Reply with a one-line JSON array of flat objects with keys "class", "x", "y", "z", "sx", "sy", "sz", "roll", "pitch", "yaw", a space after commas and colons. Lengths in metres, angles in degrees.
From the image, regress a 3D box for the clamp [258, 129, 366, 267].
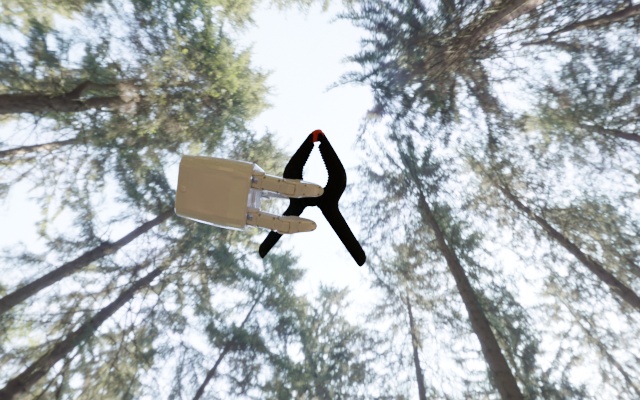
[{"class": "clamp", "x": 0.000, "y": 0.002, "z": 0.708, "sx": 0.164, "sy": 0.210, "sz": 0.036, "roll": 11, "pitch": 14, "yaw": 4}]
